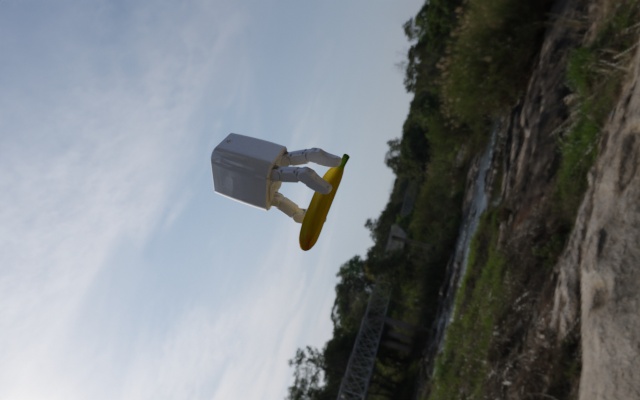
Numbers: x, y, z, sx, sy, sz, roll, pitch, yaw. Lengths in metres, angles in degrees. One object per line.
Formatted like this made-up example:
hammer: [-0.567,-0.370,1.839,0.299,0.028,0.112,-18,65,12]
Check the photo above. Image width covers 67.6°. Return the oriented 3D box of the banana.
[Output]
banana: [-0.001,0.009,0.806,0.037,0.197,0.070,21,-30,3]
